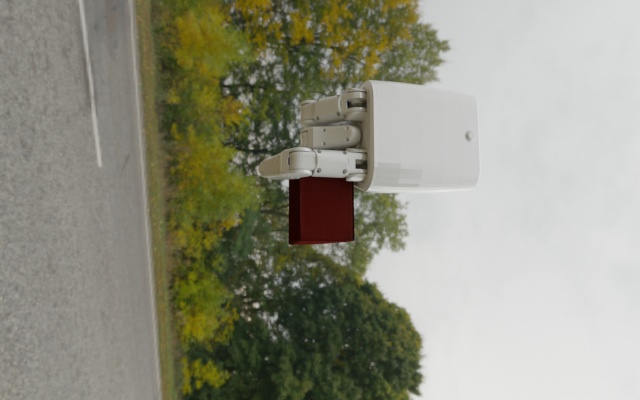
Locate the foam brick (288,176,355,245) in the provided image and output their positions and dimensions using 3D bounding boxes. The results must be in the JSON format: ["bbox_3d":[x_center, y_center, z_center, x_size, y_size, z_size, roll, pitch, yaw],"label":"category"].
[{"bbox_3d":[0.000,0.002,0.442,0.051,0.078,0.053,2,-7,-15],"label":"foam brick"}]
